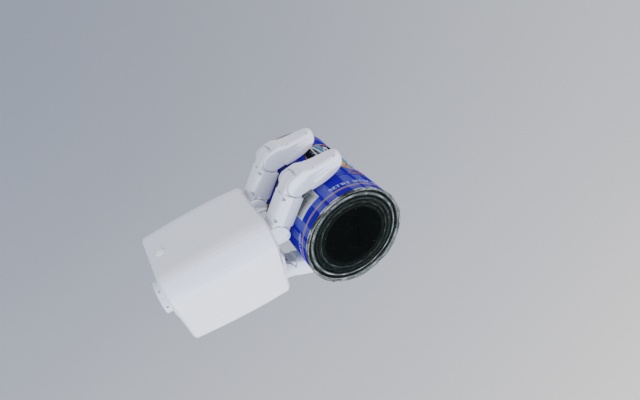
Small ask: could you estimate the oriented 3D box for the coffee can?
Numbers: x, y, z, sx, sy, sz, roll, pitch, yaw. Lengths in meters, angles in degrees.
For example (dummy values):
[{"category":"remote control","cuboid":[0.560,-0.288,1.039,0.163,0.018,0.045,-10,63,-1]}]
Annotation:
[{"category":"coffee can","cuboid":[0.000,0.002,0.496,0.103,0.103,0.140,0,28,-32]}]
